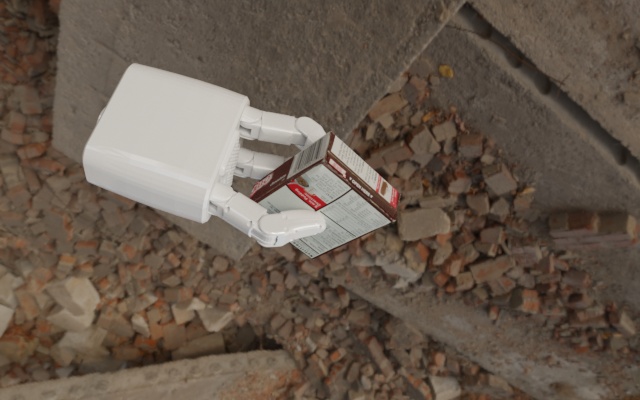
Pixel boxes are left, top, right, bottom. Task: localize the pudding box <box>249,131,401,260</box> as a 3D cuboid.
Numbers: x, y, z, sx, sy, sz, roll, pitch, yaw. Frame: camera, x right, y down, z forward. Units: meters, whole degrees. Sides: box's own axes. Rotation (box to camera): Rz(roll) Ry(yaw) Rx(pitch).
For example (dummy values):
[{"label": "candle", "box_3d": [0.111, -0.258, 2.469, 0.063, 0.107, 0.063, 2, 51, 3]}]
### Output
[{"label": "pudding box", "box_3d": [0.000, 0.001, 0.430, 0.090, 0.039, 0.113, 38, -43, -24]}]
